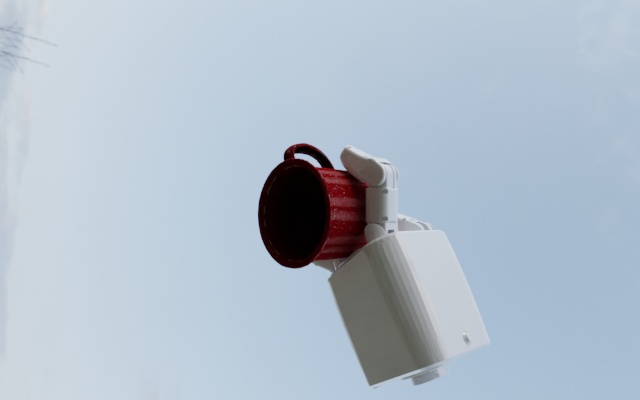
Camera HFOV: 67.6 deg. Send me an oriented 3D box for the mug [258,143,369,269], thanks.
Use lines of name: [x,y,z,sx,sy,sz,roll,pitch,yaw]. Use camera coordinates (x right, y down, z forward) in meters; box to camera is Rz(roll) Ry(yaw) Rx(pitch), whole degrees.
mug: [0.000,0.000,0.434,0.081,0.117,0.093,2,-29,-45]
